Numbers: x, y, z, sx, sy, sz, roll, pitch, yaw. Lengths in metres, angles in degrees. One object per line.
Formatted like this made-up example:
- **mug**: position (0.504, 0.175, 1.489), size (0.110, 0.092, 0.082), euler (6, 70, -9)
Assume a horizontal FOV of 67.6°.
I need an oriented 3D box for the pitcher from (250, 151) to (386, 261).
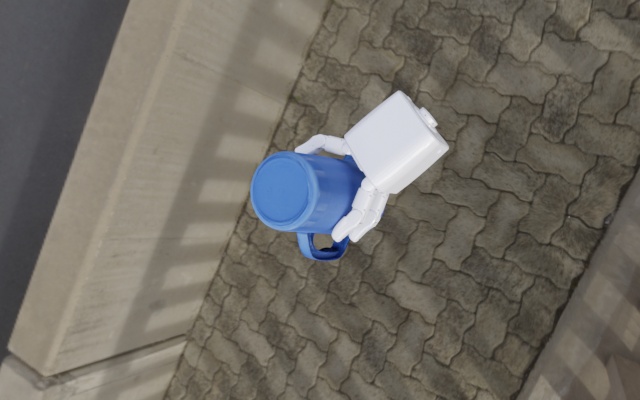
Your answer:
- **pitcher**: position (0.000, 0.002, 0.740), size (0.145, 0.149, 0.243), euler (-38, -18, 21)
